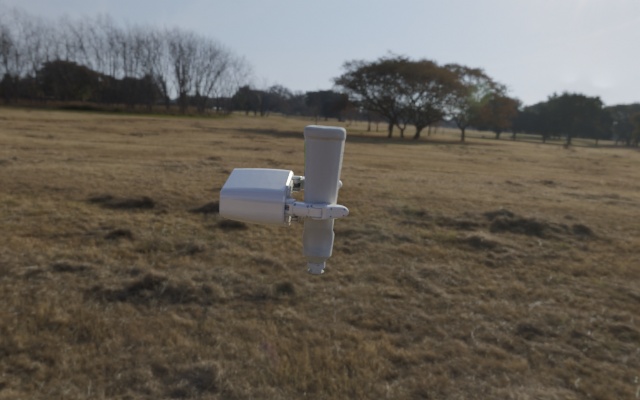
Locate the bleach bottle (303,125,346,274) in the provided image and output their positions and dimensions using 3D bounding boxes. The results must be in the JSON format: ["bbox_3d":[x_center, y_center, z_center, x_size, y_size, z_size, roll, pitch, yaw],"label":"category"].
[{"bbox_3d":[0.000,0.003,0.802,0.068,0.251,0.102,5,11,3],"label":"bleach bottle"}]
